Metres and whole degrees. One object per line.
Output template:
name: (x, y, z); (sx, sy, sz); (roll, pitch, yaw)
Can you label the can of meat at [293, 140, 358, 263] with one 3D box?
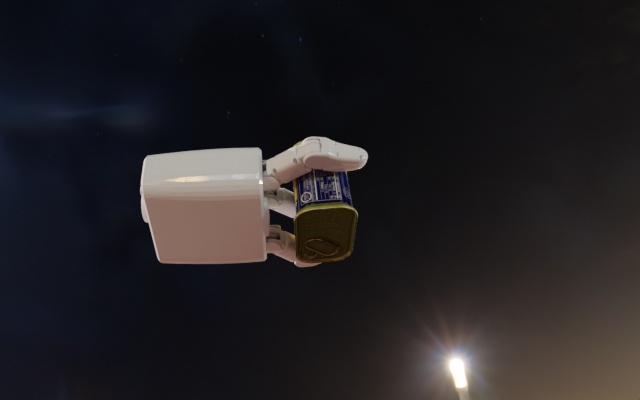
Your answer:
can of meat: (0.000, 0.001, 0.474); (0.057, 0.084, 0.102); (-5, -34, -4)
